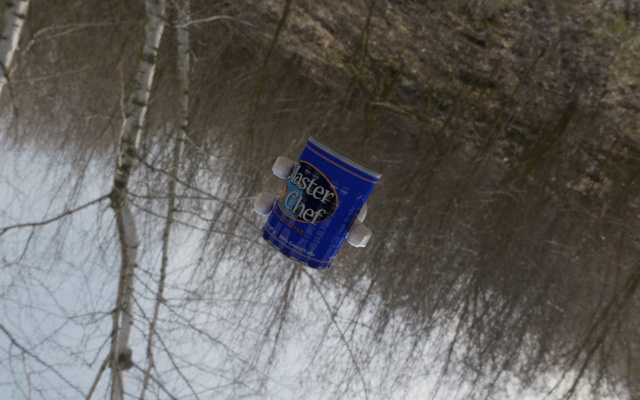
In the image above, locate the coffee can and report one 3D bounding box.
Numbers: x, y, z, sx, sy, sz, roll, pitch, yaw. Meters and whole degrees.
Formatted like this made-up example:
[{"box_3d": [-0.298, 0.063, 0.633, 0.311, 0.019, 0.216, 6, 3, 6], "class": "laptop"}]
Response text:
[{"box_3d": [0.000, 0.002, 0.610, 0.103, 0.140, 0.103, 28, 10, -5], "class": "coffee can"}]
